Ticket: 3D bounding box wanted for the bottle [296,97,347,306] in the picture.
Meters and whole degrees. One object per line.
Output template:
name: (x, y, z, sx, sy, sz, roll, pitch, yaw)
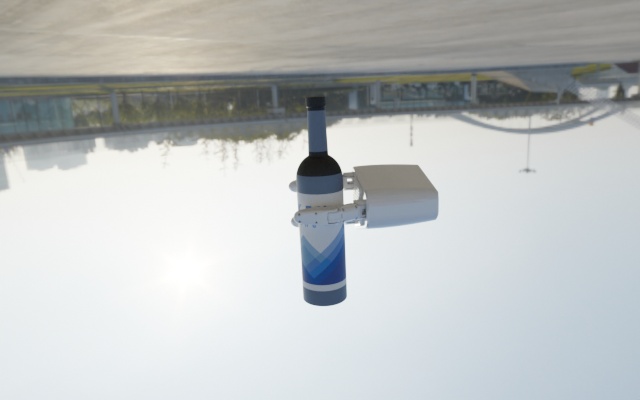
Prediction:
bottle: (0.000, 0.003, 0.684, 0.069, 0.296, 0.069, -3, 14, 1)
